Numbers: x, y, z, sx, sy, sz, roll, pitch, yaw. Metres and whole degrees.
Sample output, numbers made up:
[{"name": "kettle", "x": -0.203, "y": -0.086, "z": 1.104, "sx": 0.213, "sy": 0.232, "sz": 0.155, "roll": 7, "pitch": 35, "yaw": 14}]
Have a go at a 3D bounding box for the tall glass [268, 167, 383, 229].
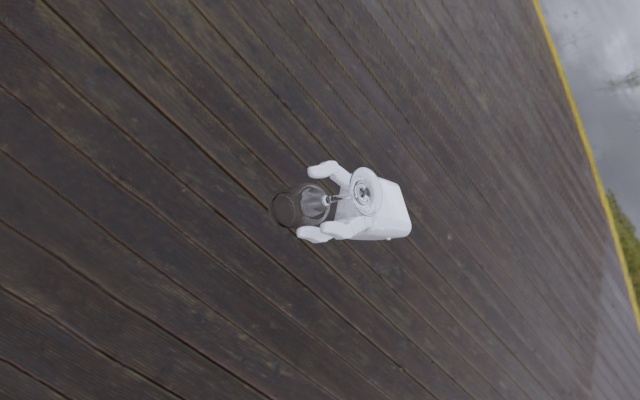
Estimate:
[{"name": "tall glass", "x": 0.000, "y": 0.002, "z": 0.774, "sx": 0.079, "sy": 0.079, "sz": 0.201, "roll": 0, "pitch": -9, "yaw": -44}]
